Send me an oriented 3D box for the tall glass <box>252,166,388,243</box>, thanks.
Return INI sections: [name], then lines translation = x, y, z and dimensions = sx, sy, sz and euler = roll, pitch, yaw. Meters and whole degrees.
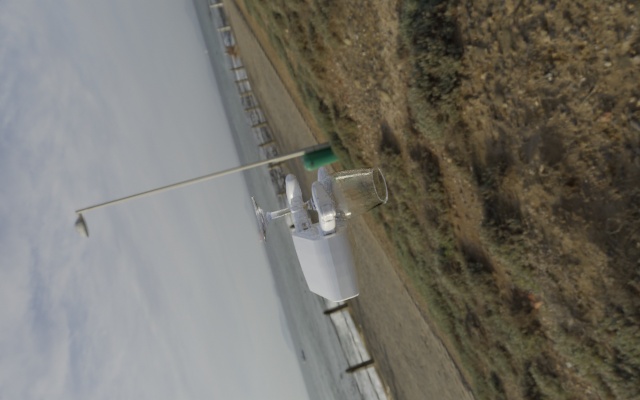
[tall glass]
translation = -0.001, 0.002, 0.741
dimensions = 0.201, 0.079, 0.079
euler = -16, 2, -8
